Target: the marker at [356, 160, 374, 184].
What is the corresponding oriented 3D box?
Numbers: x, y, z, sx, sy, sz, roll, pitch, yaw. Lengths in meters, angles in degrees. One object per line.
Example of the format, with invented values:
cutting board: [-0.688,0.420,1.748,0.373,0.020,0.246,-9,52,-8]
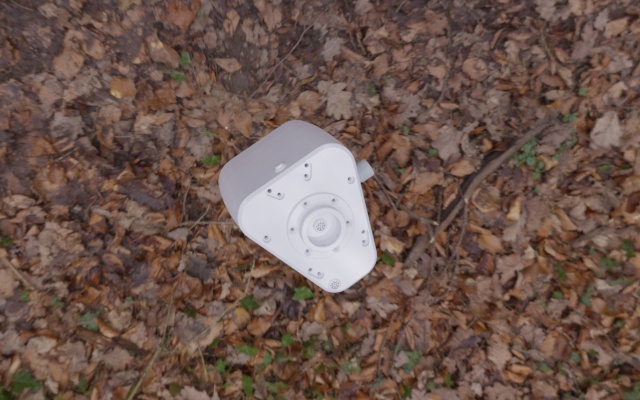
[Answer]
marker: [0.000,0.002,0.476,0.121,0.020,0.020,-36,3,-4]
